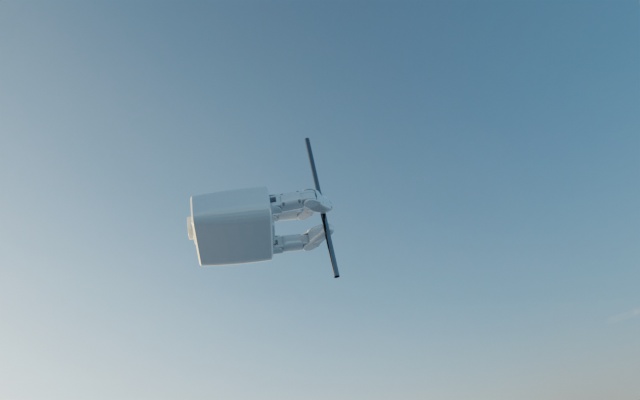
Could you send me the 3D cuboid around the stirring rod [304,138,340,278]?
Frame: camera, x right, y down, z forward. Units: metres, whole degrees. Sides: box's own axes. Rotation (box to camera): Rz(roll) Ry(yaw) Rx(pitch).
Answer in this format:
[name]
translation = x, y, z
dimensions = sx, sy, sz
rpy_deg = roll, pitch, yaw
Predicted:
[stirring rod]
translation = 0.000, 0.002, 0.706
dimensions = 0.011, 0.239, 0.011
rpy_deg = -9, -31, -5
